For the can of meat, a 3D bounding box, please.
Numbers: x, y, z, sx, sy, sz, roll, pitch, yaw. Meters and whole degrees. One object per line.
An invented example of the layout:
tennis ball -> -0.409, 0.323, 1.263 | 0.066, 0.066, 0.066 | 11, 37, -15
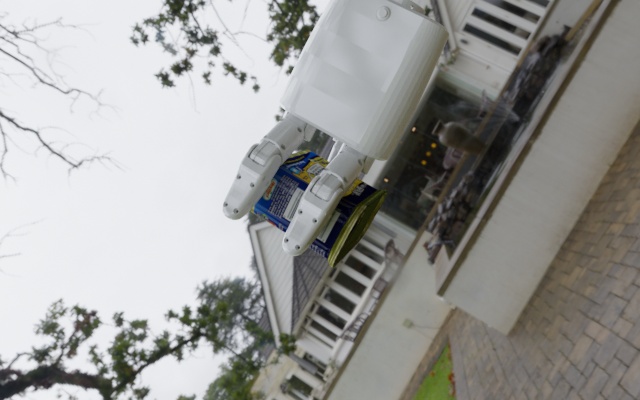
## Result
can of meat -> 0.000, 0.001, 0.407 | 0.084, 0.057, 0.102 | 31, 20, 12
